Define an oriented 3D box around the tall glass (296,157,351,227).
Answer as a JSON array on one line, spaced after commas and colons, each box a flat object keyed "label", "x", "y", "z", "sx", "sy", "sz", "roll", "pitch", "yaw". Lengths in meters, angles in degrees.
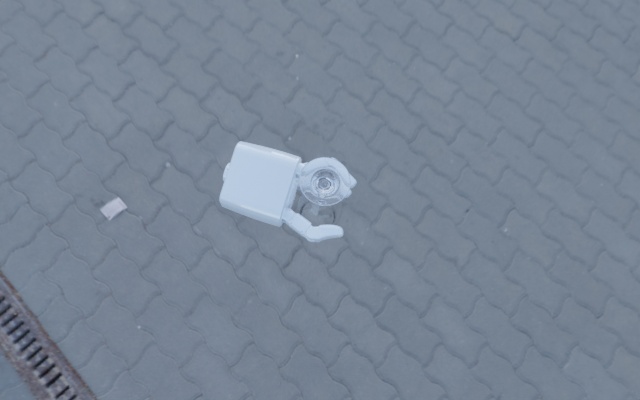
[{"label": "tall glass", "x": 0.000, "y": 0.002, "z": 0.774, "sx": 0.079, "sy": 0.079, "sz": 0.201, "roll": 0, "pitch": -18, "yaw": -3}]
